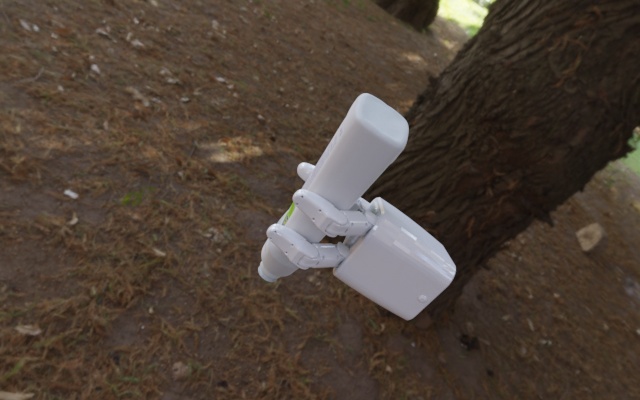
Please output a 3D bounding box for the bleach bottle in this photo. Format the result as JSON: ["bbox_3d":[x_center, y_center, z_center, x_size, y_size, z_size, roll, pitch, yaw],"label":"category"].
[{"bbox_3d":[0.000,0.002,0.555,0.068,0.251,0.102,34,30,-6],"label":"bleach bottle"}]
